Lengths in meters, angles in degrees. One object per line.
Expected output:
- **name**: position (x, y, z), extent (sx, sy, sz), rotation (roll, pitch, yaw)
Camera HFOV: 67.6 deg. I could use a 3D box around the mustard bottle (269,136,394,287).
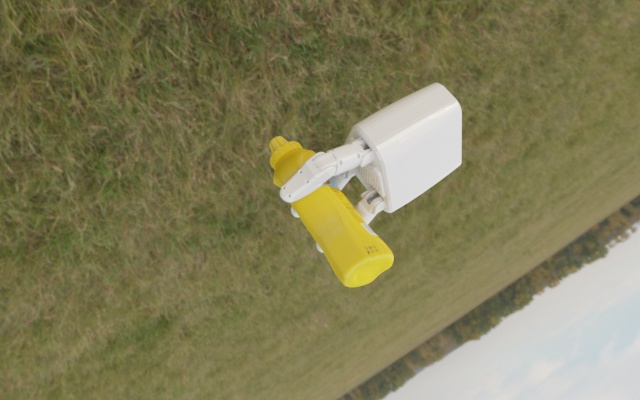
- **mustard bottle**: position (0.000, 0.002, 0.520), extent (0.058, 0.191, 0.096), rotation (-41, -23, 12)
